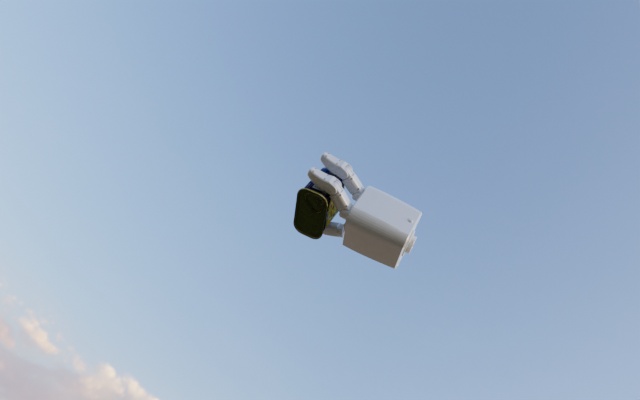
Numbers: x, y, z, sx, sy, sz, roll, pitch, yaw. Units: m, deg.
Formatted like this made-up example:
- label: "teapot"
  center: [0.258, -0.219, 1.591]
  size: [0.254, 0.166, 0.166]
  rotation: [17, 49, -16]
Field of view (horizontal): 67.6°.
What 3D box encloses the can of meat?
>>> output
- label: "can of meat"
  center: [0.000, 0.003, 0.840]
  size: [0.057, 0.102, 0.084]
  rotation: [23, 42, 16]
